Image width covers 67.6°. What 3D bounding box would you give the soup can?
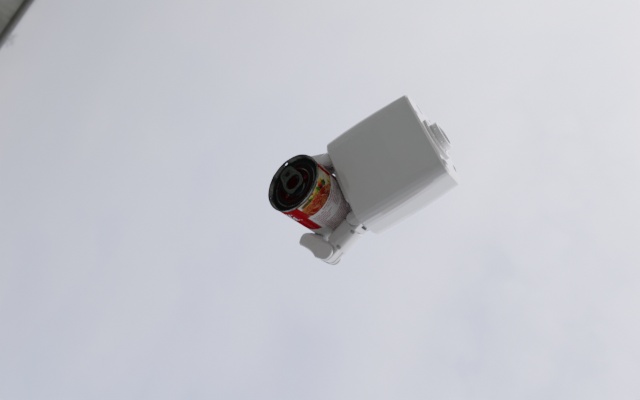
[{"bbox_3d":[0.000,0.002,0.538,0.068,0.068,0.102,0,-25,41],"label":"soup can"}]
